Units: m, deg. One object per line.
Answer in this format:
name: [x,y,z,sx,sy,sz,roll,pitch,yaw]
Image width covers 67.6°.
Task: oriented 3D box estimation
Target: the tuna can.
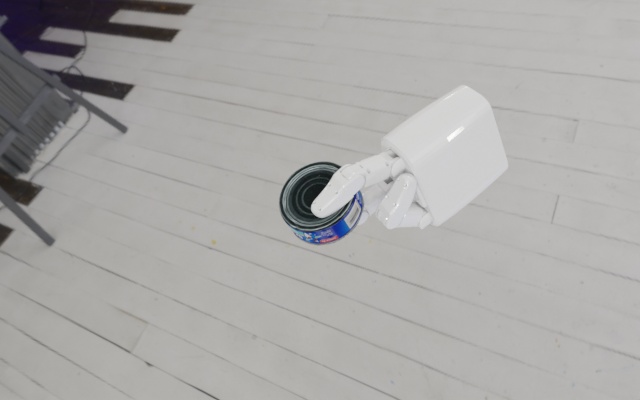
tuna can: [0.000,0.001,0.504,0.086,0.086,0.034,0,-29,22]
